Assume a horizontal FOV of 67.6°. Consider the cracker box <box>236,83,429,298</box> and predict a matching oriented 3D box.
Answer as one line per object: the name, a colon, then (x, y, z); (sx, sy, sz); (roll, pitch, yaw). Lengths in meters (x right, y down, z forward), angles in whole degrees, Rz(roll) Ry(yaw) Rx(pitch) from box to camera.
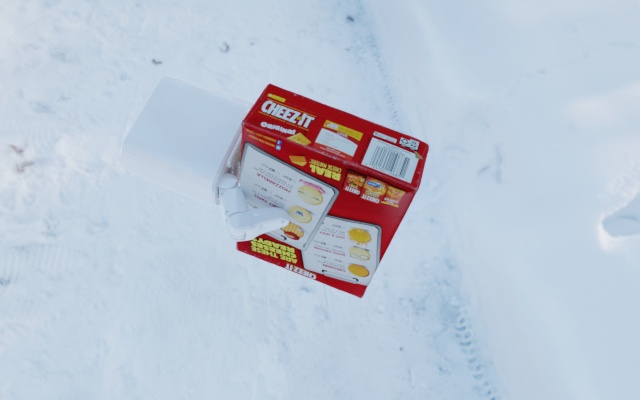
cracker box: (0.000, 0.002, 0.504); (0.164, 0.072, 0.214); (21, -37, 5)
